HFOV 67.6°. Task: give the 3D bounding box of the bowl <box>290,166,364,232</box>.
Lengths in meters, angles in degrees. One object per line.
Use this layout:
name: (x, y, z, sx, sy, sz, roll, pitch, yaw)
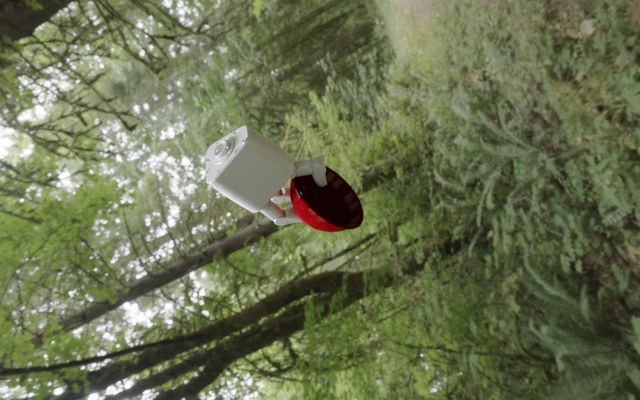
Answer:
bowl: (0.001, 0.004, 0.872, 0.162, 0.162, 0.055, 0, -39, -48)
